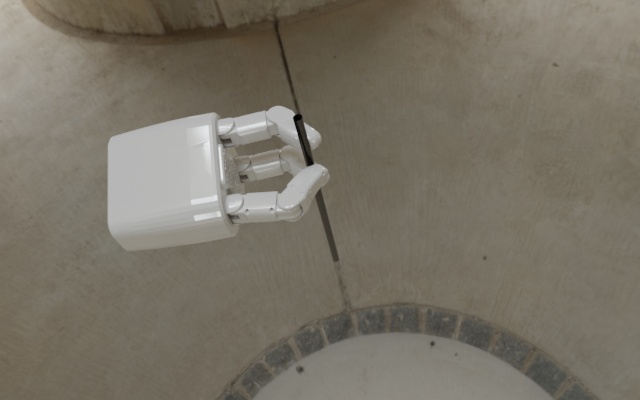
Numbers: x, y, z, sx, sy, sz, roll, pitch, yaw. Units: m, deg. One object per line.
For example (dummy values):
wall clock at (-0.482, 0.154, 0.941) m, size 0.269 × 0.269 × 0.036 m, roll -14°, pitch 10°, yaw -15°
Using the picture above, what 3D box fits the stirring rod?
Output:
stirring rod at (0.000, 0.002, 0.489) m, size 0.011 × 0.011 × 0.240 m, roll 0°, pitch -36°, yaw 11°
